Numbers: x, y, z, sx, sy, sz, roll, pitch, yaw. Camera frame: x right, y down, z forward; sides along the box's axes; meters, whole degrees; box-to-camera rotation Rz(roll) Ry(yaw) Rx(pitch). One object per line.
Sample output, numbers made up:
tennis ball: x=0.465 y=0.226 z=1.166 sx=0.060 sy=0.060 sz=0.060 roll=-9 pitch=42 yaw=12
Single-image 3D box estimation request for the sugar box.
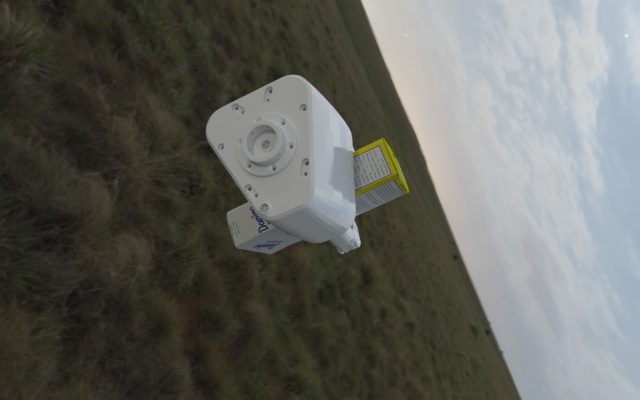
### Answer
sugar box: x=0.000 y=0.001 z=0.496 sx=0.176 sy=0.048 sz=0.093 roll=-22 pitch=-16 yaw=12
